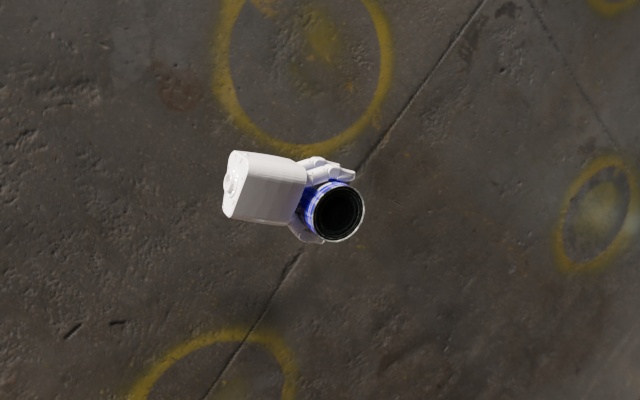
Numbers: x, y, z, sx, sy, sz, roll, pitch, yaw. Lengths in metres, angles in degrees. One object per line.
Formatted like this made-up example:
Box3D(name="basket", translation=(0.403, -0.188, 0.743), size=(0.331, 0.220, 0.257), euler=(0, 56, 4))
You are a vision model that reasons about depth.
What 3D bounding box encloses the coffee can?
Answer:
Box3D(name="coffee can", translation=(0.000, 0.003, 0.861), size=(0.103, 0.103, 0.140), euler=(0, 17, -29))
